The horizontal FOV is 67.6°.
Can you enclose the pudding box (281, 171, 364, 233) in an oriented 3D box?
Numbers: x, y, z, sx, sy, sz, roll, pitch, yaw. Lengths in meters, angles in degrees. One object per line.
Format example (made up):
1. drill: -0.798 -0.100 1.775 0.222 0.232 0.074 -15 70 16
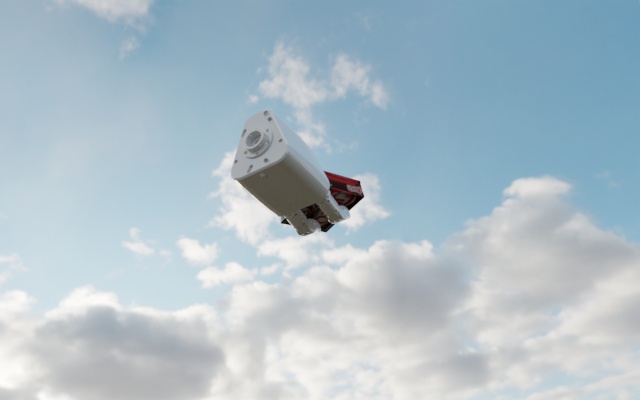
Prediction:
1. pudding box: 0.000 0.002 0.755 0.090 0.039 0.113 14 -39 -31
